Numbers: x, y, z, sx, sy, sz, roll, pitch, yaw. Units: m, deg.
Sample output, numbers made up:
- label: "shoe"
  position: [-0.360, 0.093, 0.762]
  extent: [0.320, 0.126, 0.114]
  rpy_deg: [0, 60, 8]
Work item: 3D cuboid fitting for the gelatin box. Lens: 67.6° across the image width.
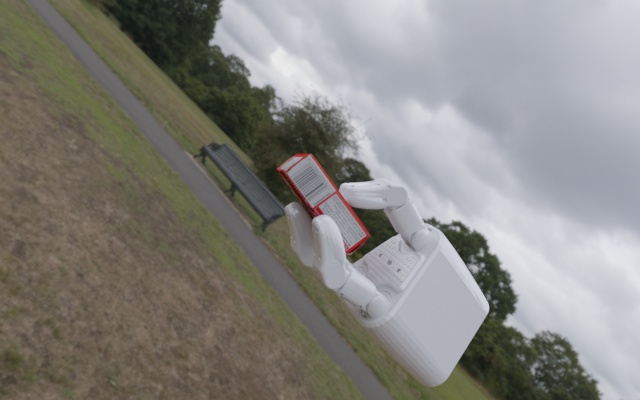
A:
- label: "gelatin box"
  position: [0.000, 0.001, 0.422]
  extent: [0.030, 0.089, 0.073]
  rpy_deg: [-37, 11, -5]
